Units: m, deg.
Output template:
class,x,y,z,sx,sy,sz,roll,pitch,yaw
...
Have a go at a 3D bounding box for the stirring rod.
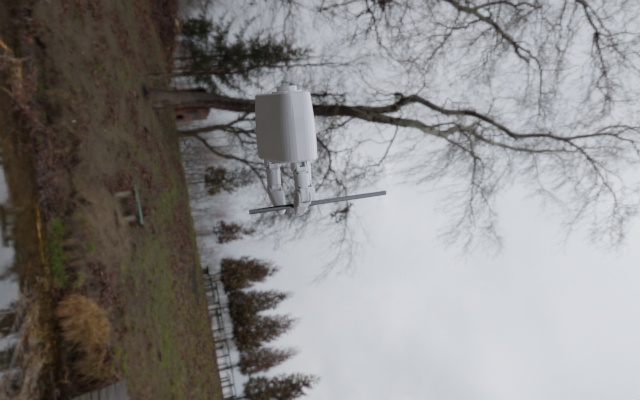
class,x,y,z,sx,sy,sz,roll,pitch,yaw
stirring rod,0.000,0.003,0.799,0.239,0.011,0.011,-8,2,-18
